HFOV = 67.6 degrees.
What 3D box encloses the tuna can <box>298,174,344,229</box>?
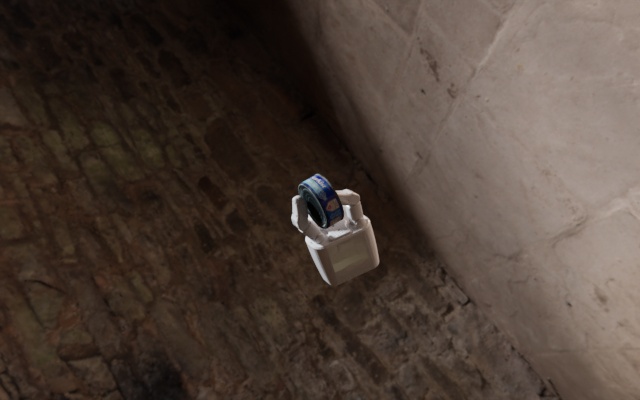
[{"bbox_3d":[0.000,0.003,0.770,0.033,0.086,0.086,-30,10,-18],"label":"tuna can"}]
